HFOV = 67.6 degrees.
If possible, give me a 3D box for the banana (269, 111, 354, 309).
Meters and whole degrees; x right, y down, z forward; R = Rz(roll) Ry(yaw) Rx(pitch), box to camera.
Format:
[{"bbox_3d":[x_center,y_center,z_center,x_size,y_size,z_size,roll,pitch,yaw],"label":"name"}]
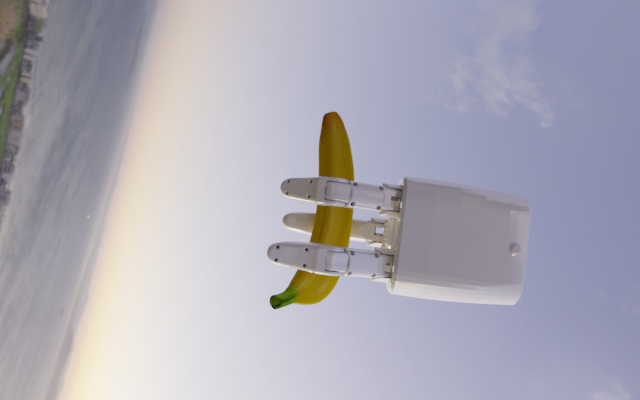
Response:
[{"bbox_3d":[0.006,0.013,0.440,0.037,0.197,0.070,1,-28,25],"label":"banana"}]
